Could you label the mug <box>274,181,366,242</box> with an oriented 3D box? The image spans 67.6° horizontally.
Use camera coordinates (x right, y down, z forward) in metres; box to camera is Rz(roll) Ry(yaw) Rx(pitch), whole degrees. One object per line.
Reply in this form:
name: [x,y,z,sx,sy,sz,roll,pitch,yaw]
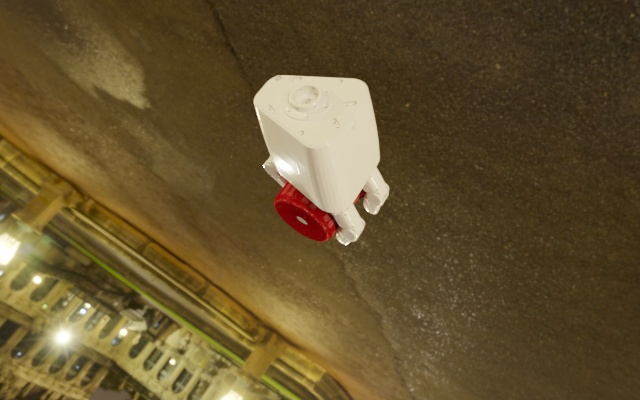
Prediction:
mug: [0.000,0.003,0.589,0.093,0.081,0.117,24,-26,26]
